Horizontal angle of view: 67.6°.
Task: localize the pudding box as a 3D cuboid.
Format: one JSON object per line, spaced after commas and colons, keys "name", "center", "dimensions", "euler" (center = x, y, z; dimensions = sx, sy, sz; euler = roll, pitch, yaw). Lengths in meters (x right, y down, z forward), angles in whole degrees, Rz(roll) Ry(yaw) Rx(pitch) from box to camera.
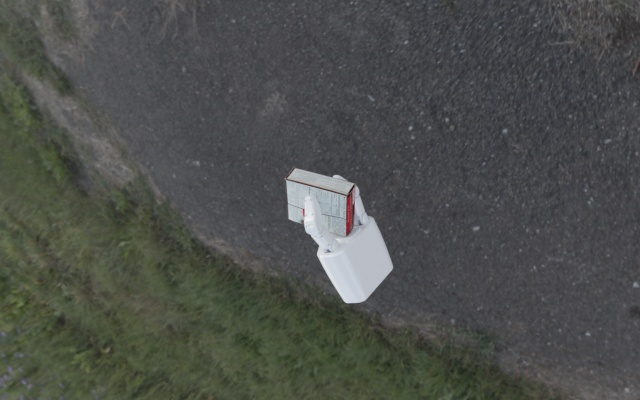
{"name": "pudding box", "center": [0.000, 0.003, 0.777], "dimensions": [0.113, 0.090, 0.039], "euler": [15, 41, 18]}
